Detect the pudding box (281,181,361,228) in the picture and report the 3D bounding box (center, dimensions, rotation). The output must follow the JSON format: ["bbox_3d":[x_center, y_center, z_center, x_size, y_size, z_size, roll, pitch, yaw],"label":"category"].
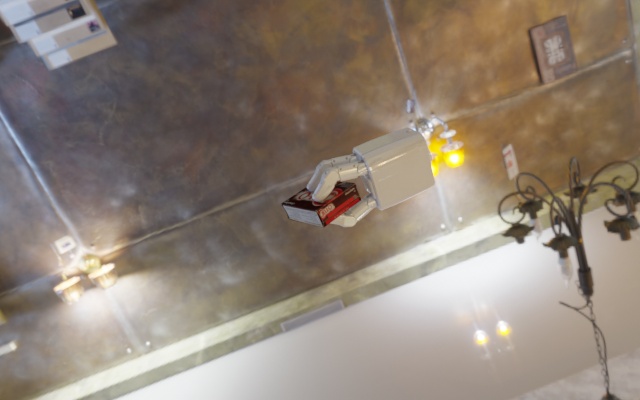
[{"bbox_3d":[0.000,0.003,0.818,0.090,0.039,0.113,-34,21,-28],"label":"pudding box"}]
